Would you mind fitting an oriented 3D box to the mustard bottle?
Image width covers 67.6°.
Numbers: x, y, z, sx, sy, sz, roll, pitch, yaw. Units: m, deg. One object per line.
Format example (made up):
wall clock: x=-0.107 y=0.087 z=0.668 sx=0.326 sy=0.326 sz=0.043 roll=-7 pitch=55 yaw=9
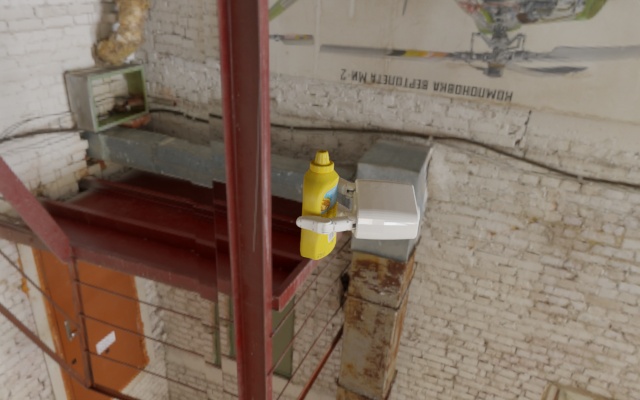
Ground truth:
mustard bottle: x=0.000 y=0.003 z=0.853 sx=0.058 sy=0.192 sz=0.096 roll=13 pitch=28 yaw=21
